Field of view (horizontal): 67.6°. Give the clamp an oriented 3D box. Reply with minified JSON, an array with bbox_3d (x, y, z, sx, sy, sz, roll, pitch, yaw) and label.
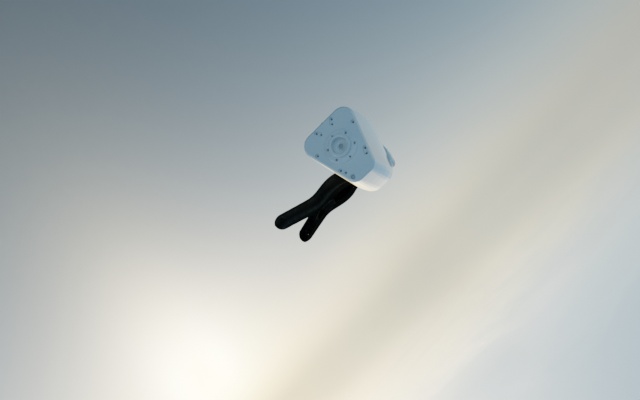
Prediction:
[{"bbox_3d":[0.001,0.003,0.799,0.039,0.171,0.120,46,12,20],"label":"clamp"}]
